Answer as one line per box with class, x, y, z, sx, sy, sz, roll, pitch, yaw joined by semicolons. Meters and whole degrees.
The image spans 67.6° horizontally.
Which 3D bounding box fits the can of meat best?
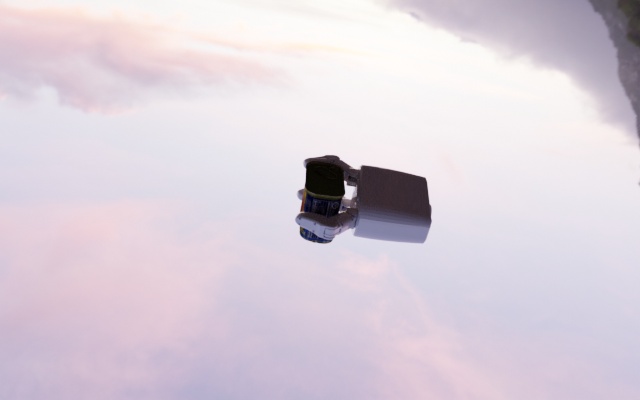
can of meat;0.000;0.003;0.708;0.057;0.084;0.102;8;31;-5
